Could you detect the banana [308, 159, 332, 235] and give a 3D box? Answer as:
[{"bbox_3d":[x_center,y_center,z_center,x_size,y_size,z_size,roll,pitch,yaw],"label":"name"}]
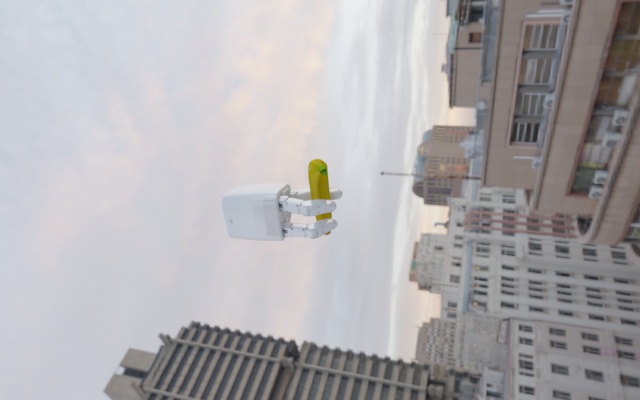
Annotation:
[{"bbox_3d":[-0.001,-0.014,0.869,0.037,0.069,0.198,-5,-36,2],"label":"banana"}]
